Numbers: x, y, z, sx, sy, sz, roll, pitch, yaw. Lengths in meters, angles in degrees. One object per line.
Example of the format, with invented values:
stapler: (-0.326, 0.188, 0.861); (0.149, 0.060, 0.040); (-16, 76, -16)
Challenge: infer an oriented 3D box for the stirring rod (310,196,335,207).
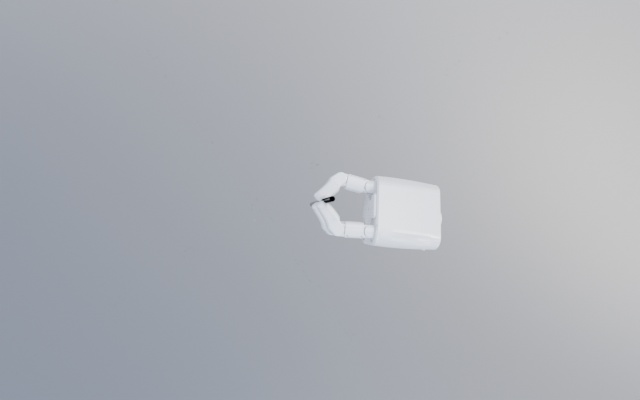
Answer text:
stirring rod: (0.000, 0.003, 0.783); (0.011, 0.011, 0.239); (0, -2, -8)
